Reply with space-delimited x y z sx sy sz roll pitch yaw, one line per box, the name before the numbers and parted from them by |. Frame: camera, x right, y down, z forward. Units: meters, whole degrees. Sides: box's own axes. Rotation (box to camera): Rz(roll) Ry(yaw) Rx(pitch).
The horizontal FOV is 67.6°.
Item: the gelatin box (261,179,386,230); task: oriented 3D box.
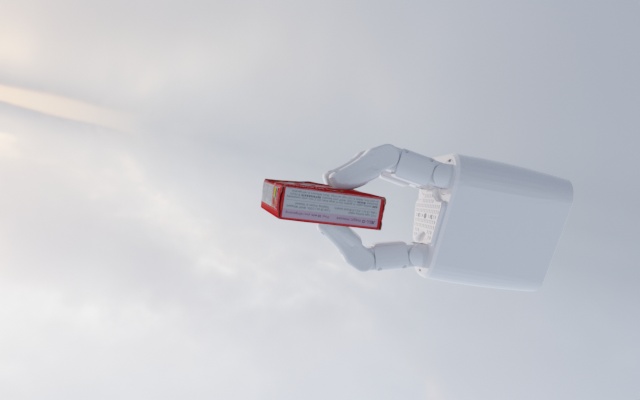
gelatin box | 0.000 0.002 0.405 0.089 0.030 0.073 6 5 -18
